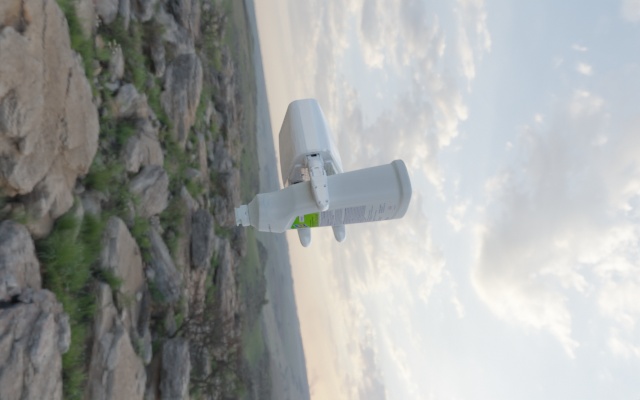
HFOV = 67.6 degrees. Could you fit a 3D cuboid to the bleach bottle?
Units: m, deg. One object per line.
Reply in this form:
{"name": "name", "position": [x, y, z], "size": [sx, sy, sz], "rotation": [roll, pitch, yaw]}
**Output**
{"name": "bleach bottle", "position": [0.000, 0.002, 0.701], "size": [0.251, 0.068, 0.103], "rotation": [-8, -28, -4]}
